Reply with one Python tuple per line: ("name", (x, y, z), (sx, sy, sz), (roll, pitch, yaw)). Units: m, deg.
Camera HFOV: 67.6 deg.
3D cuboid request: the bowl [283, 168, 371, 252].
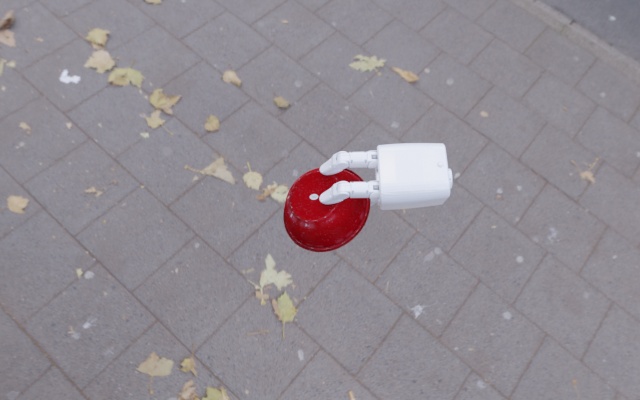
("bowl", (-0.001, 0.003, 0.808), (0.162, 0.162, 0.055), (0, -24, 23))
